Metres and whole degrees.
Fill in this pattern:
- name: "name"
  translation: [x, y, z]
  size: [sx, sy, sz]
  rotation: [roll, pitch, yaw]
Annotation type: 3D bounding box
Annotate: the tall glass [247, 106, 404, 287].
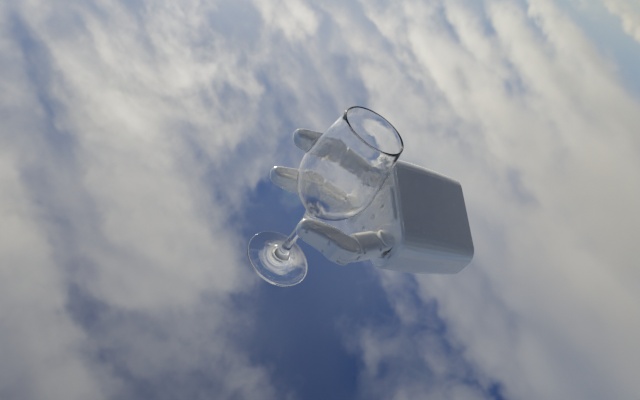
- name: "tall glass"
  translation: [0.000, 0.002, 0.477]
  size: [0.079, 0.079, 0.201]
  rotation: [0, -40, -38]
